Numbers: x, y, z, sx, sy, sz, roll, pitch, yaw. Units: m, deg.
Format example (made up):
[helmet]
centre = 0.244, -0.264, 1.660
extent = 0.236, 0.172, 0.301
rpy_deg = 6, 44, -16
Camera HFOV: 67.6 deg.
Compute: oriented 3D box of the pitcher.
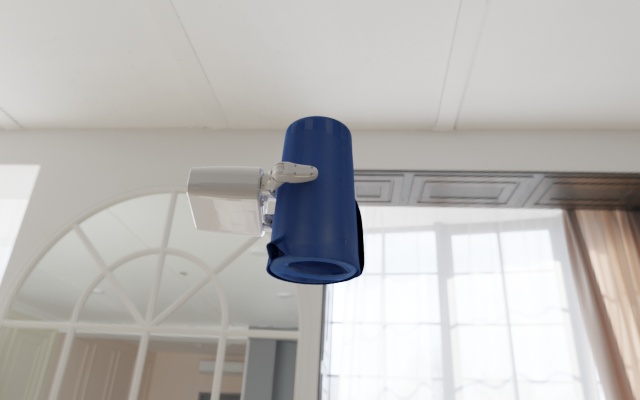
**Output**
[pitcher]
centre = 0.000, 0.002, 0.728
extent = 0.145, 0.242, 0.149
rpy_deg = 2, -25, 1
